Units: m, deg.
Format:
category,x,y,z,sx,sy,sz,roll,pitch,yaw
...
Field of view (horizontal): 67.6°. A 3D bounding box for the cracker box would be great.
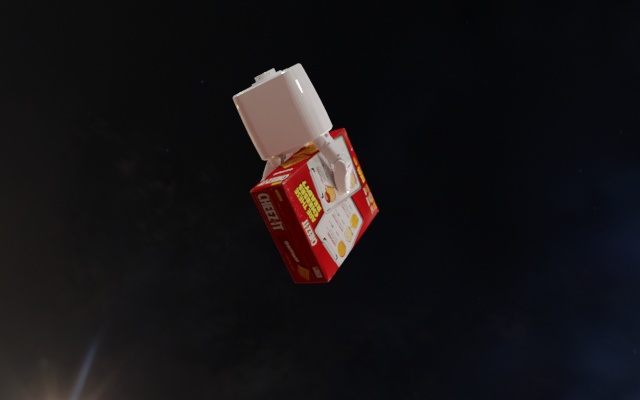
category,x,y,z,sx,sy,sz,roll,pitch,yaw
cracker box,0.000,0.002,0.756,0.072,0.164,0.213,-11,22,34
